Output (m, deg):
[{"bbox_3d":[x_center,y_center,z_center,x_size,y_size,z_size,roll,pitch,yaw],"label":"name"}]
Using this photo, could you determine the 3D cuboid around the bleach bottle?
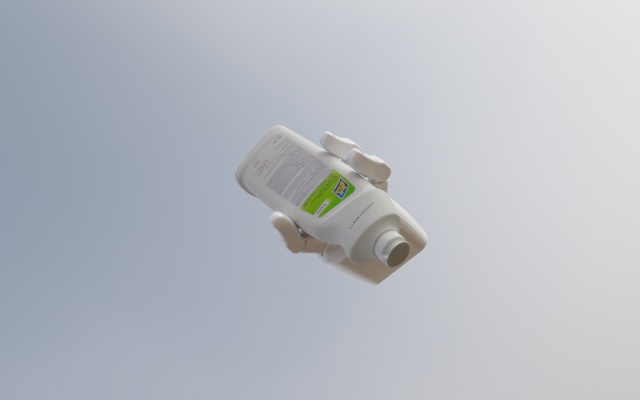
[{"bbox_3d":[0.000,0.002,0.541,0.068,0.102,0.250,38,1,-45],"label":"bleach bottle"}]
